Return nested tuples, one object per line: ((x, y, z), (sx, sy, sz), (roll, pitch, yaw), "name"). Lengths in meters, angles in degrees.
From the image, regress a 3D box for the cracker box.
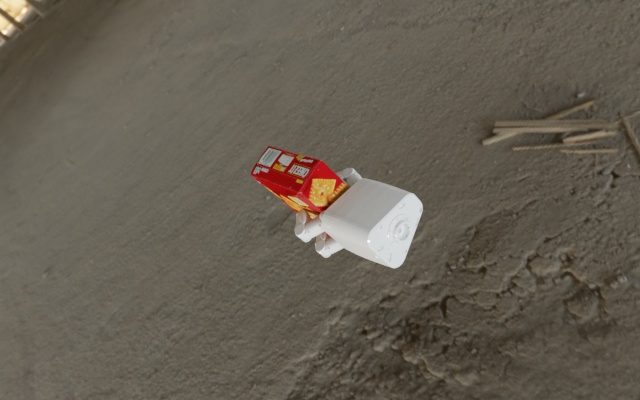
((0.000, 0.002, 0.836), (0.214, 0.072, 0.164), (42, -13, -37), "cracker box")
